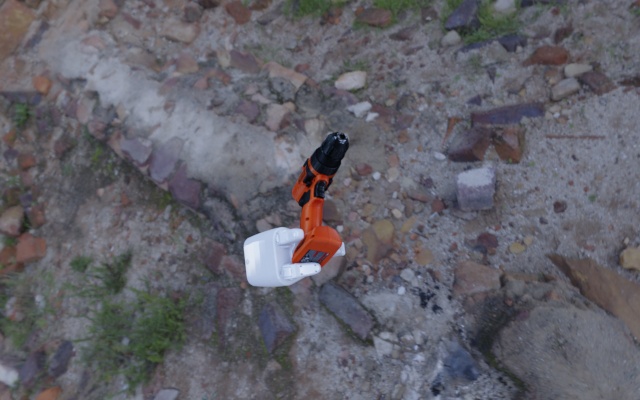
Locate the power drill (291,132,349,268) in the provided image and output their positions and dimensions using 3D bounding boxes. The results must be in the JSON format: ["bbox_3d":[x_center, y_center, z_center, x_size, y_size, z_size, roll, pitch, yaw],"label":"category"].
[{"bbox_3d":[0.000,0.003,0.786,0.057,0.187,0.184,13,-36,-16],"label":"power drill"}]
